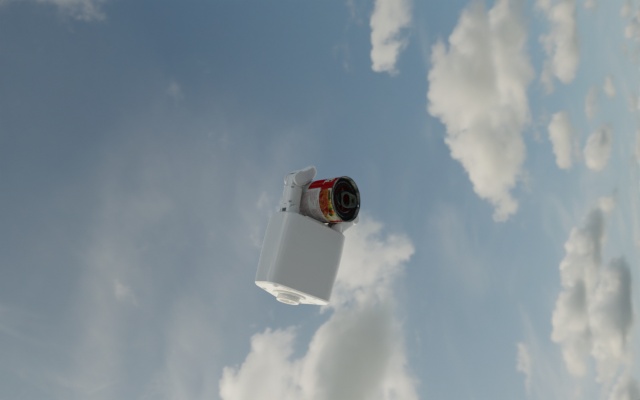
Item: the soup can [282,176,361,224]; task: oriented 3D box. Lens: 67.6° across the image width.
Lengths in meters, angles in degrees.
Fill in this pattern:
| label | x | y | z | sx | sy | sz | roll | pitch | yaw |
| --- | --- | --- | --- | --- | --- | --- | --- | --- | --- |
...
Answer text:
| label | x | y | z | sx | sy | sz | roll | pitch | yaw |
| --- | --- | --- | --- | --- | --- | --- | --- | --- | --- |
| soup can | 0.000 | 0.002 | 0.724 | 0.102 | 0.068 | 0.068 | -6 | -4 | 40 |
